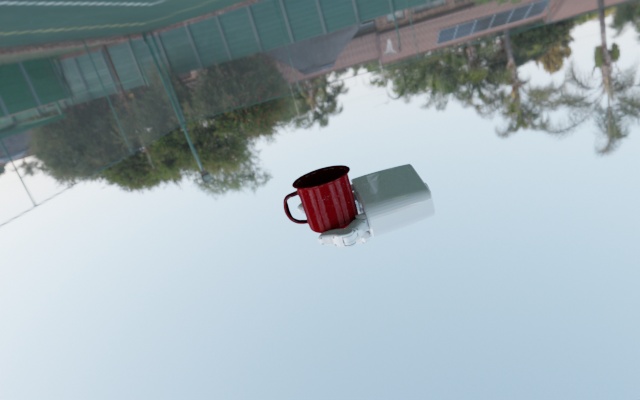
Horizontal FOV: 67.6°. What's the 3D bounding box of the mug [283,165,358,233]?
[{"bbox_3d":[-0.001,0.003,0.747,0.117,0.081,0.093,-17,19,0],"label":"mug"}]
